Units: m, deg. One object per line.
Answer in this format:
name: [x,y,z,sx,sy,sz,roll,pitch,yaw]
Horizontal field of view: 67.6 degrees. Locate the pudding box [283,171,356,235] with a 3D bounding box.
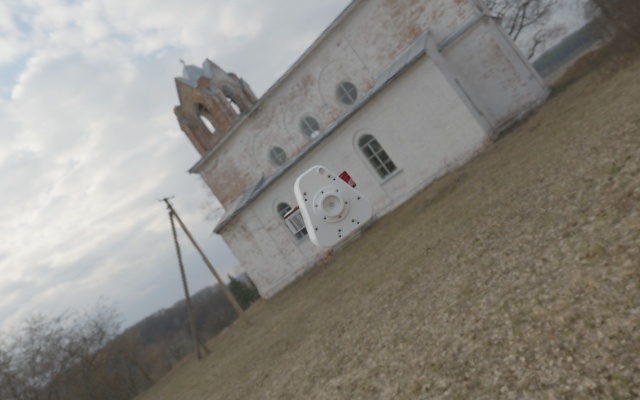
pudding box: [0.000,0.003,0.808,0.113,0.039,0.090,-35,2,25]
